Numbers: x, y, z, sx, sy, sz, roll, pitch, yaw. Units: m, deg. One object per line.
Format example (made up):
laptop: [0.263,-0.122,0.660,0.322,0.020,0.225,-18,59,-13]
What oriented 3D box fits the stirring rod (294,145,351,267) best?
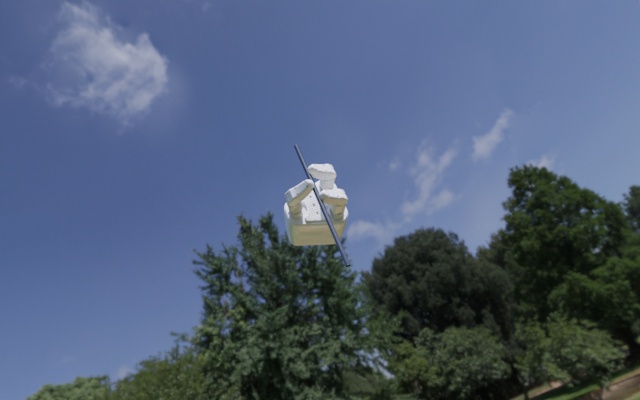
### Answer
stirring rod: [0.000,0.003,0.796,0.011,0.239,0.011,-19,-26,-10]
